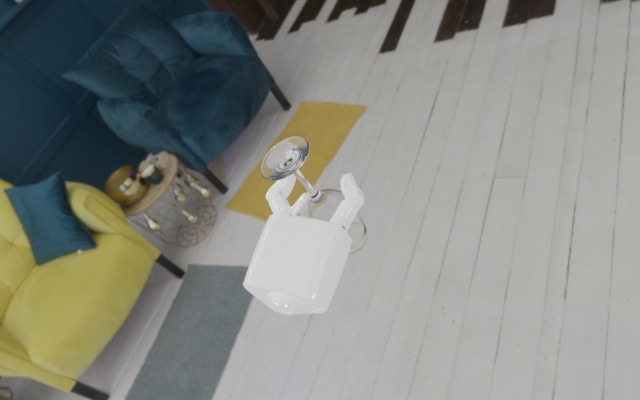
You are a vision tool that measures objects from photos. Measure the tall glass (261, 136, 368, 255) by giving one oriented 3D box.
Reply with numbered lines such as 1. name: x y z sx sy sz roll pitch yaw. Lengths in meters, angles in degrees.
1. tall glass: 0.000 0.002 0.690 0.079 0.079 0.201 0 -35 36
